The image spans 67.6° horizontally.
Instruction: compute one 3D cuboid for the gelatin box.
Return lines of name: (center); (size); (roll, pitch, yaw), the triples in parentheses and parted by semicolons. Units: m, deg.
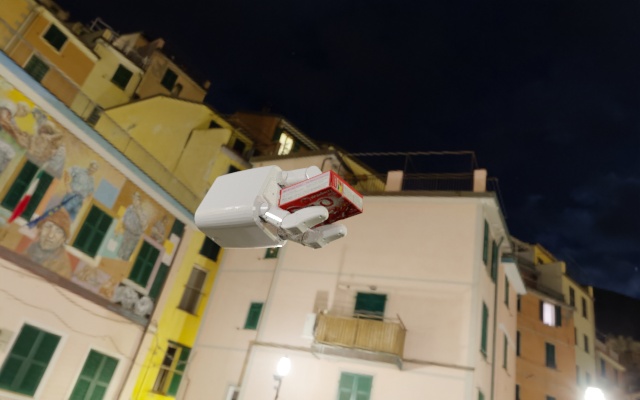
gelatin box: (0.000, 0.002, 0.629); (0.089, 0.030, 0.073); (-20, -40, 32)
